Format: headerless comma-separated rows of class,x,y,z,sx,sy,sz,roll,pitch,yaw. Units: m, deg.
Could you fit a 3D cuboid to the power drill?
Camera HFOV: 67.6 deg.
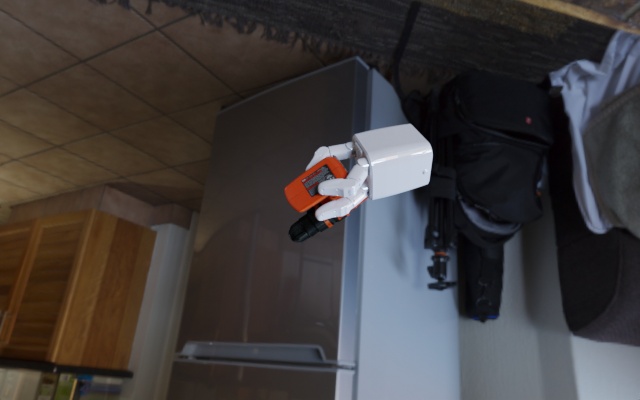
power drill,0.000,0.003,0.848,0.184,0.057,0.188,-37,-18,3
